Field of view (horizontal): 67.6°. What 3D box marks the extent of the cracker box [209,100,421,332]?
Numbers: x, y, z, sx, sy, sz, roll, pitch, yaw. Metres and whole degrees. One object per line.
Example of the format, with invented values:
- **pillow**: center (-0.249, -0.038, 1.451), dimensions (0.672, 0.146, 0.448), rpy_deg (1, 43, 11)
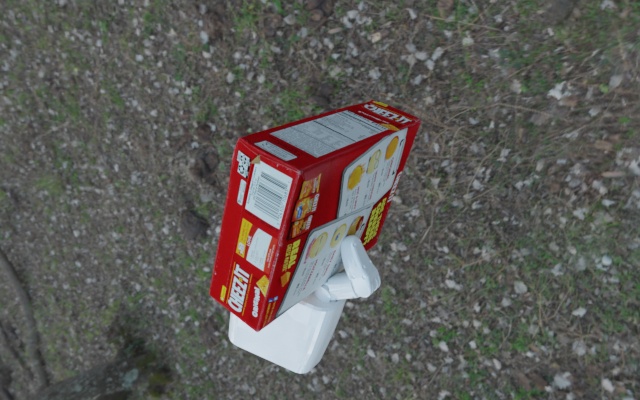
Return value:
- **cracker box**: center (0.000, 0.002, 0.461), dimensions (0.072, 0.164, 0.213), rpy_deg (30, 33, 23)
